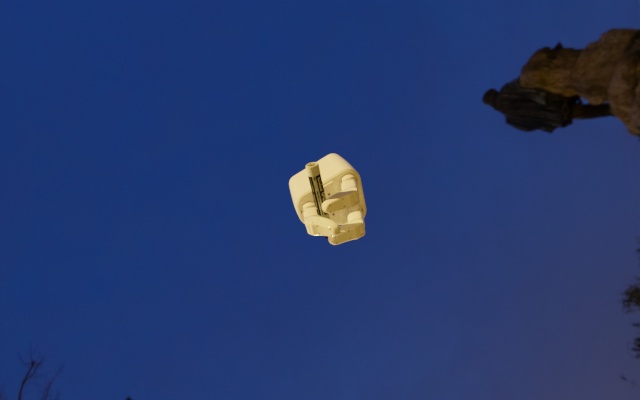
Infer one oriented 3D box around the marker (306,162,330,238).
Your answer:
[{"bbox_3d":[0.000,0.002,0.704,0.020,0.121,0.020,-11,25,5],"label":"marker"}]
